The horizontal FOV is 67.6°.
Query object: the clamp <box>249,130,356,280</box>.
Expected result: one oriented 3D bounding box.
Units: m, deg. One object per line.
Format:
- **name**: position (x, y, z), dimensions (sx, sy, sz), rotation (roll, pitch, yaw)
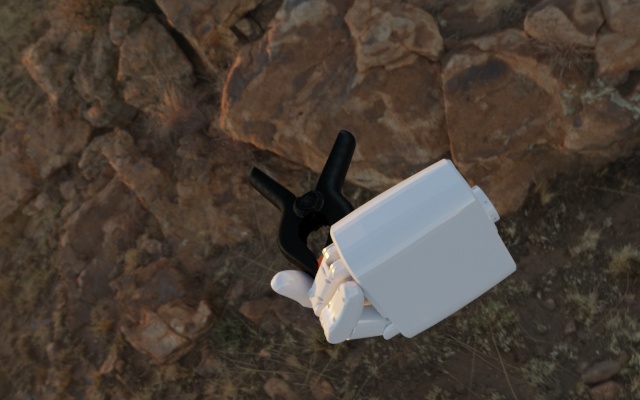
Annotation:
- **clamp**: position (0.000, 0.001, 0.463), dimensions (0.120, 0.171, 0.039), rotation (-32, -39, 8)
